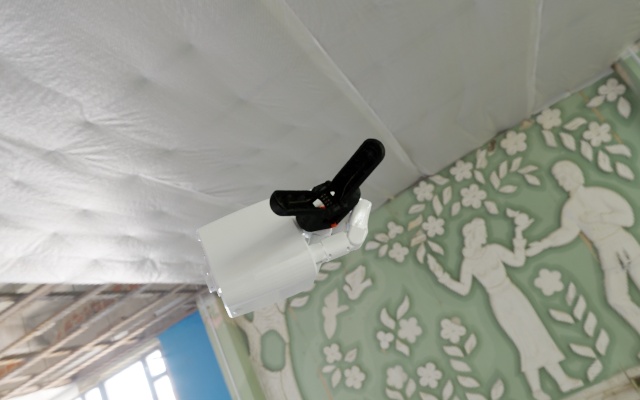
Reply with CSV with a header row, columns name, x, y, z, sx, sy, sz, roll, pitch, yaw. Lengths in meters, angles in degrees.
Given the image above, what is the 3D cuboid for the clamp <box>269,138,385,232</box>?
name,x,y,z,sx,sy,sz,roll,pitch,yaw
clamp,0.000,0.001,0.505,0.120,0.039,0.171,-21,-20,-14
